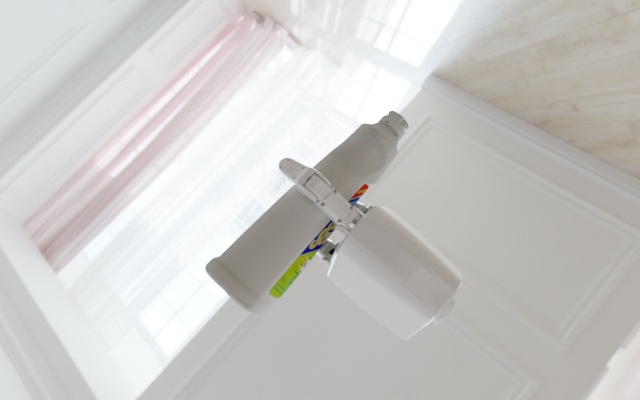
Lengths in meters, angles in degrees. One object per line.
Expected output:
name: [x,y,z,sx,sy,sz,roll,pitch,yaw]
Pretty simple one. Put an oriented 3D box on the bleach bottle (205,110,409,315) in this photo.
bleach bottle: [0.000,0.002,0.489,0.068,0.251,0.102,40,-9,14]
